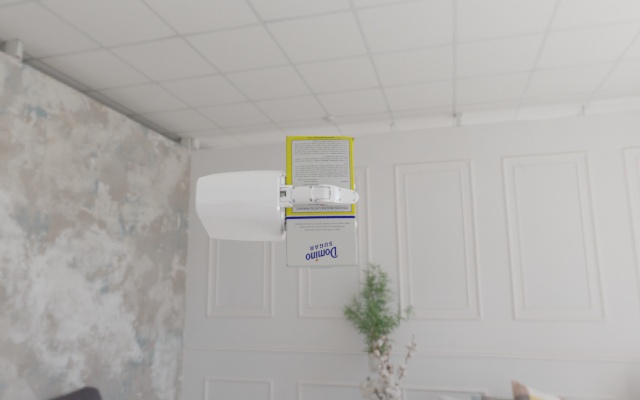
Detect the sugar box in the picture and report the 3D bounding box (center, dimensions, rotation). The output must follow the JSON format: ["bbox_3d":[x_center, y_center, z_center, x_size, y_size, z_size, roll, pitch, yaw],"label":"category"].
[{"bbox_3d":[0.000,0.002,0.642,0.093,0.176,0.048,0,-10,-1],"label":"sugar box"}]
